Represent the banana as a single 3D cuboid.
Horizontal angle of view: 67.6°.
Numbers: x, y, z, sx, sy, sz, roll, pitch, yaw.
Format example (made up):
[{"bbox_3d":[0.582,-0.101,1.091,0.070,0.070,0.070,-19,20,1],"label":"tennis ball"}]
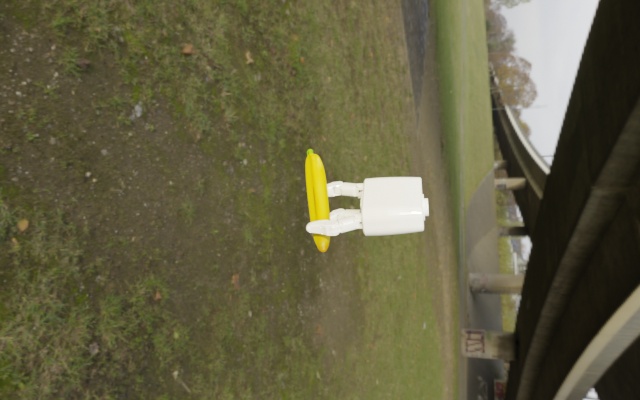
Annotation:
[{"bbox_3d":[-0.003,0.000,0.881,0.037,0.198,0.069,-6,0,7],"label":"banana"}]
